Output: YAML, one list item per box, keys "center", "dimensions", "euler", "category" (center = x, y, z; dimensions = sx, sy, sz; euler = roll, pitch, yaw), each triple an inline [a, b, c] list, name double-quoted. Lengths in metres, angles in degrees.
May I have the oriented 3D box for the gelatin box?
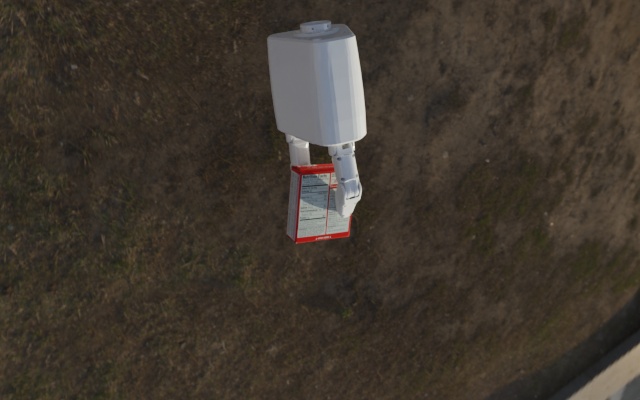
- center: [0.000, 0.002, 0.562]
  dimensions: [0.073, 0.089, 0.030]
  euler: [-6, 21, -28]
  category: "gelatin box"
